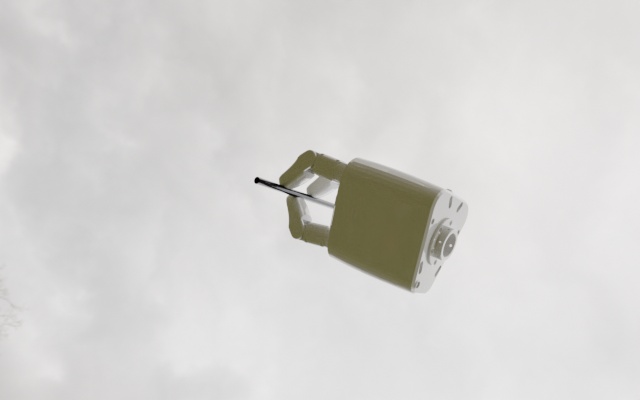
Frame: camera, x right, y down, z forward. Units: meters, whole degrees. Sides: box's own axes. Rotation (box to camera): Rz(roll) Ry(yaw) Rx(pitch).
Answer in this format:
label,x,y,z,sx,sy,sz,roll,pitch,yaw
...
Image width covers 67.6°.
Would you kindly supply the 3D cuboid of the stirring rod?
label,x,y,z,sx,sy,sz,roll,pitch,yaw
stirring rod,0.000,0.002,0.600,0.011,0.011,0.239,0,-11,35
